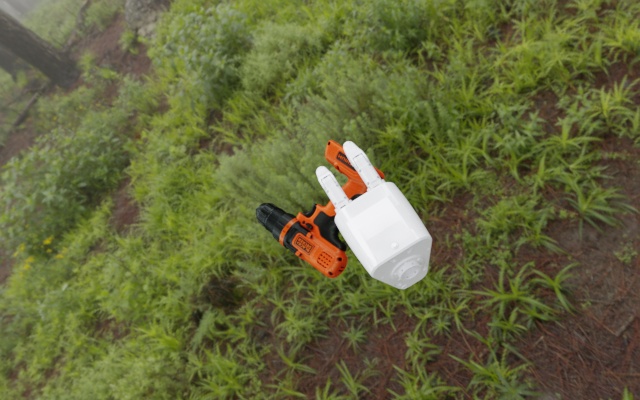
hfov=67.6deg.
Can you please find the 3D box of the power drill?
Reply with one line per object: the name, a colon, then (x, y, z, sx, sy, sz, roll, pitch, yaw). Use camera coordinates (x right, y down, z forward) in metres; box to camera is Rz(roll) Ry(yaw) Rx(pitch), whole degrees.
power drill: (0.001, 0.002, 0.763, 0.184, 0.187, 0.057, 34, 8, 24)
